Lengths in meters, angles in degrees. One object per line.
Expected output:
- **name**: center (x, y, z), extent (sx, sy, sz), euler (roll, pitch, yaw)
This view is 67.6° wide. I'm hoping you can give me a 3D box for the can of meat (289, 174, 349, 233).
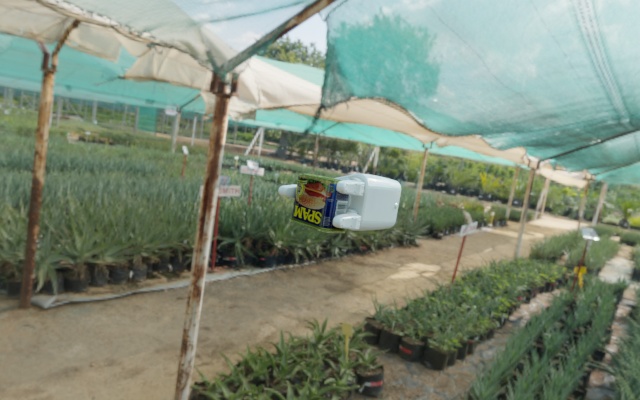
- **can of meat**: center (0.000, 0.002, 0.793), extent (0.057, 0.084, 0.102), euler (4, 7, -42)
